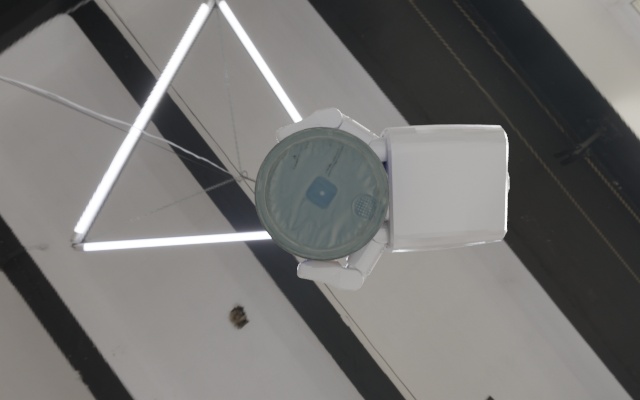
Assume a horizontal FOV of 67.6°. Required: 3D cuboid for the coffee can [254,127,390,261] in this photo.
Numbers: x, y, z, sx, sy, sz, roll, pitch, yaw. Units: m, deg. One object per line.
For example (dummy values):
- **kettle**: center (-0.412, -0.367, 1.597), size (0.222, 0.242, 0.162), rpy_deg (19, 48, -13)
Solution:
- **coffee can**: center (0.000, 0.001, 0.429), size (0.103, 0.103, 0.140), rpy_deg (0, -6, -1)
